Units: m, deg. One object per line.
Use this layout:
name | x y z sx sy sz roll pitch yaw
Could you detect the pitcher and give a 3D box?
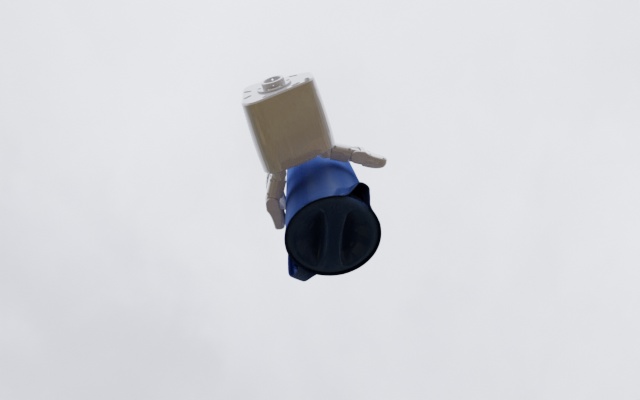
pitcher | 0.000 0.002 0.749 0.149 0.145 0.242 -16 30 3
